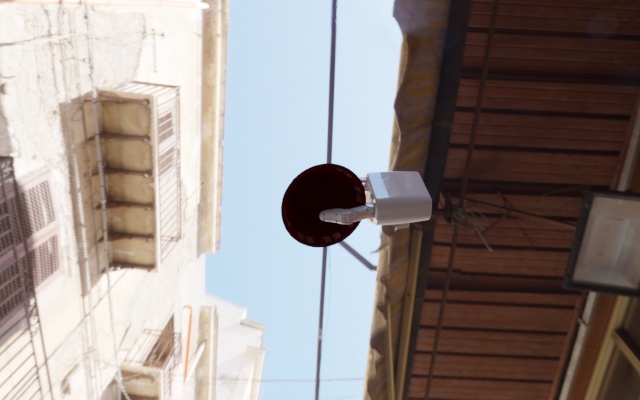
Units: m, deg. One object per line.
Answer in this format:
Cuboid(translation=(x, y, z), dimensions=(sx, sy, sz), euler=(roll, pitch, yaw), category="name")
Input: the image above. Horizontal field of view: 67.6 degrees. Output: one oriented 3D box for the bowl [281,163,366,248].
Cuboid(translation=(-0.001, 0.003, 0.878), dimensions=(0.162, 0.162, 0.055), euler=(0, 20, -19), category="bowl")
